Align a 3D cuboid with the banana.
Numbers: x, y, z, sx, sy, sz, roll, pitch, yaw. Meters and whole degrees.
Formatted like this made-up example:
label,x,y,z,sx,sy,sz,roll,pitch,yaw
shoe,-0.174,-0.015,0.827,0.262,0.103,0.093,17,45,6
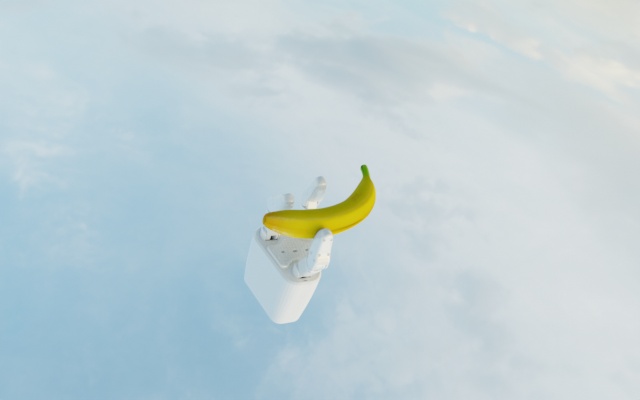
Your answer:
label,x,y,z,sx,sy,sz,roll,pitch,yaw
banana,0.015,0.013,0.630,0.197,0.069,0.037,-27,-26,-40
